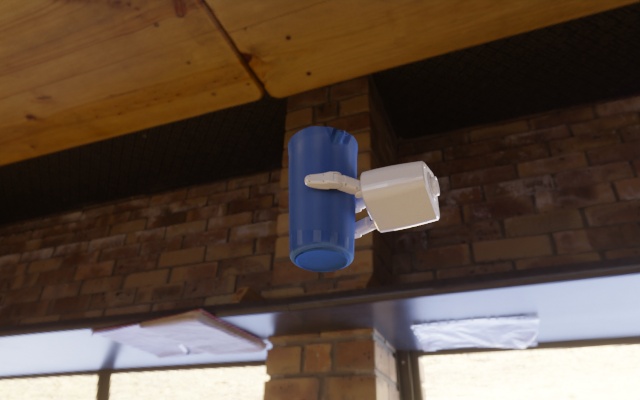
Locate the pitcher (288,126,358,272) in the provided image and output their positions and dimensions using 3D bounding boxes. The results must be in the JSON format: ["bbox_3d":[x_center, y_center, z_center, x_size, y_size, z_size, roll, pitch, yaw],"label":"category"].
[{"bbox_3d":[0.000,0.003,0.858,0.145,0.242,0.149,-11,-33,20],"label":"pitcher"}]
